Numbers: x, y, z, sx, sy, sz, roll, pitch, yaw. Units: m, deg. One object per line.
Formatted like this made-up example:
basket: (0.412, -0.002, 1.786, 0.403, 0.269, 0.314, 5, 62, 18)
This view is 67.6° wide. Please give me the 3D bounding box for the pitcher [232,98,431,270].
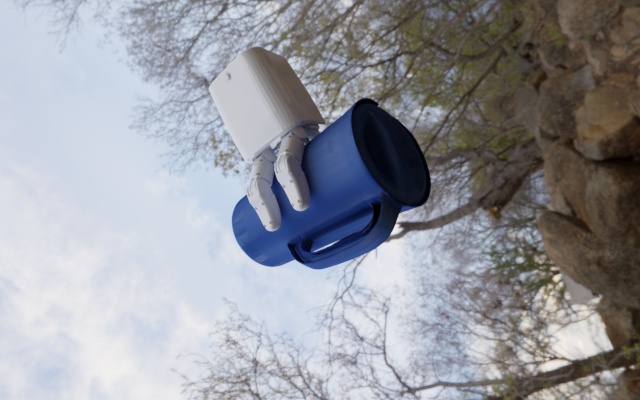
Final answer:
pitcher: (0.000, 0.002, 0.578, 0.243, 0.145, 0.149, -32, -3, 37)
